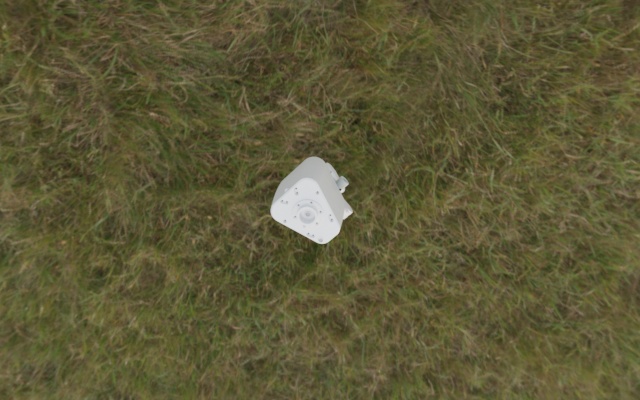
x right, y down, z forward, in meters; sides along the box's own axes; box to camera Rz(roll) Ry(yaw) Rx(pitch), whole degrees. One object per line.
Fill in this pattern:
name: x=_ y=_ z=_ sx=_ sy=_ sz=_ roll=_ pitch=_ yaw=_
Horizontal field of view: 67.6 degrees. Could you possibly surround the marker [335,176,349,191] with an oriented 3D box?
marker: x=0.000 y=0.003 z=0.846 sx=0.121 sy=0.020 sz=0.020 roll=-42 pitch=-16 yaw=18
